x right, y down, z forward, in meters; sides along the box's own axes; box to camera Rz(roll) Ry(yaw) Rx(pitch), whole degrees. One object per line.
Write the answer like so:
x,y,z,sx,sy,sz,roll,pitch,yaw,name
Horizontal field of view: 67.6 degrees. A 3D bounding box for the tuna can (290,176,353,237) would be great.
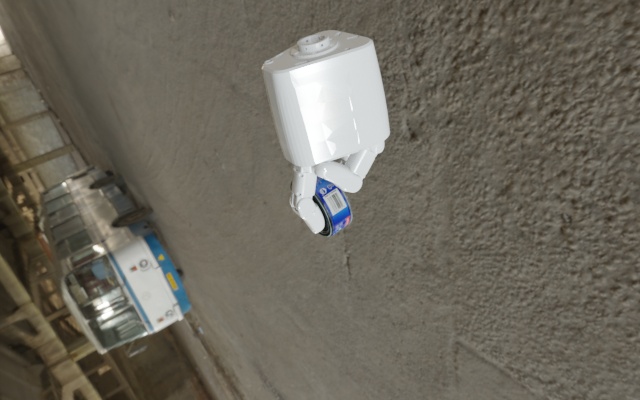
0.000,0.002,0.591,0.033,0.086,0.086,-33,13,-21,tuna can
